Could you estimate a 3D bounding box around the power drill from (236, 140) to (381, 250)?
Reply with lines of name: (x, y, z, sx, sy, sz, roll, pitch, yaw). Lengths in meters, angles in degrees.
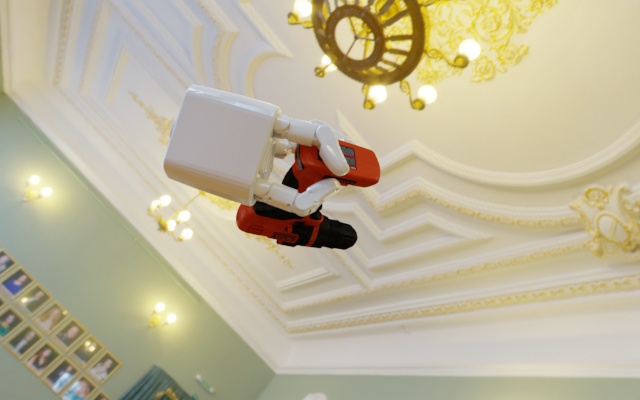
power drill: (0.000, 0.002, 0.632, 0.184, 0.057, 0.188, 12, -40, -24)
